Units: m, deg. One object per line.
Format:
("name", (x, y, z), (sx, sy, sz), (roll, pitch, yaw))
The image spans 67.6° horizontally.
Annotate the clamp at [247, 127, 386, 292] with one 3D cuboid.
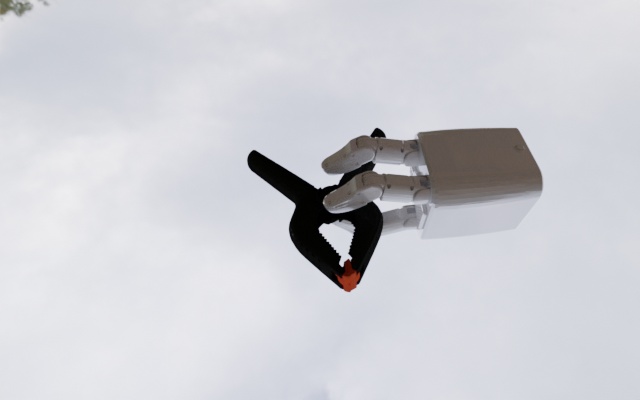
("clamp", (0.000, 0.003, 0.503), (0.164, 0.209, 0.036), (-6, -43, 3))
